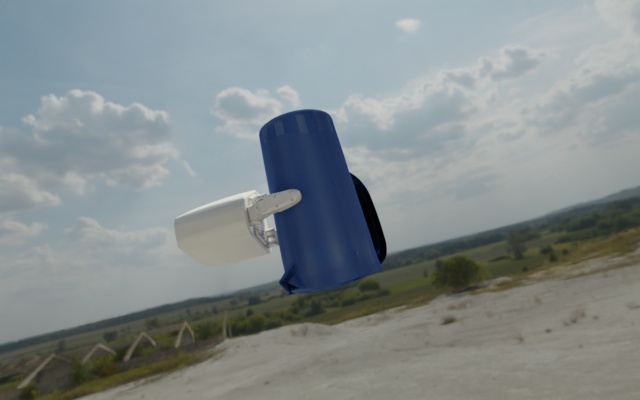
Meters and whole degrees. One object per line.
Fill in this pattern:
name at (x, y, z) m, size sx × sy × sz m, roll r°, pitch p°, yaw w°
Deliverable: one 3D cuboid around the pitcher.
pitcher at (0.000, 0.002, 0.672) m, size 0.145 × 0.243 × 0.149 m, roll -15°, pitch -9°, yaw 8°
